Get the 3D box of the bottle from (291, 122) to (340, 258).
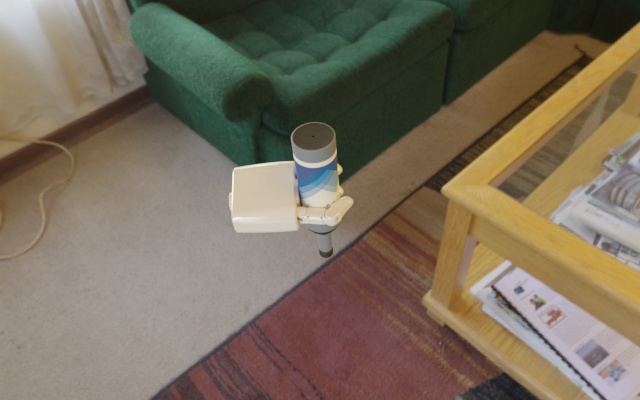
[{"bbox_3d":[0.000,0.003,0.816,0.069,0.069,0.296,0,-42,6],"label":"bottle"}]
